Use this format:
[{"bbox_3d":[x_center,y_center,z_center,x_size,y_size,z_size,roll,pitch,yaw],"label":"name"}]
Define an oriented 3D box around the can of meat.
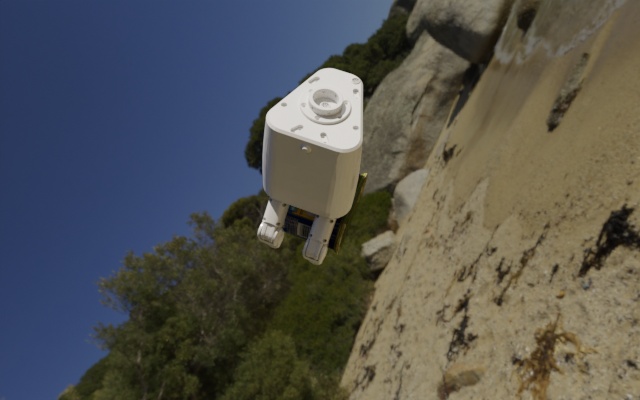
[{"bbox_3d":[0.000,0.002,0.572,0.084,0.102,0.057,19,-31,8],"label":"can of meat"}]
